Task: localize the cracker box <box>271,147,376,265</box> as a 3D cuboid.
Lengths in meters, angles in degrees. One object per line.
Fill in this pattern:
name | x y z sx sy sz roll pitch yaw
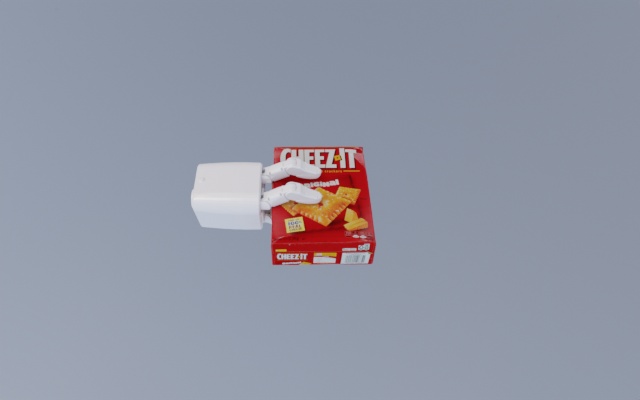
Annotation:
cracker box | 0.000 0.003 0.807 0.164 0.213 0.072 0 -39 -3
